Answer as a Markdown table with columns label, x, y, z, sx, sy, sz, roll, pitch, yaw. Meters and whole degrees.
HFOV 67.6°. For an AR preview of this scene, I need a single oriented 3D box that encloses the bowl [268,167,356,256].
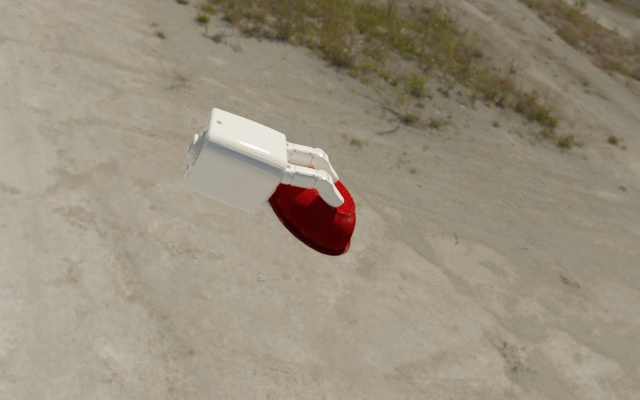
| label | x | y | z | sx | sy | sz | roll | pitch | yaw |
| --- | --- | --- | --- | --- | --- | --- | --- | --- | --- |
| bowl | 0.001 | 0.002 | 0.709 | 0.055 | 0.162 | 0.162 | -45 | -24 | 26 |
